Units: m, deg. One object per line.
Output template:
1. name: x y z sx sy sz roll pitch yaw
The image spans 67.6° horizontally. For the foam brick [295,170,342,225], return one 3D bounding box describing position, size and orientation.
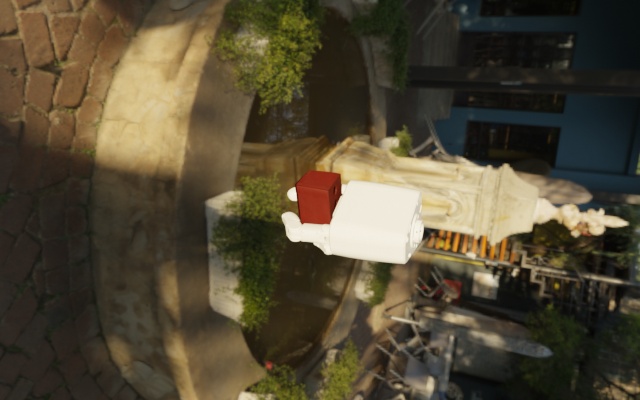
1. foam brick: 0.000 0.002 0.689 0.051 0.078 0.053 8 32 22
